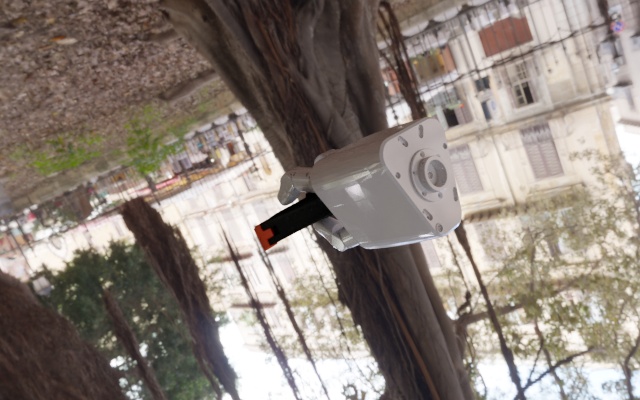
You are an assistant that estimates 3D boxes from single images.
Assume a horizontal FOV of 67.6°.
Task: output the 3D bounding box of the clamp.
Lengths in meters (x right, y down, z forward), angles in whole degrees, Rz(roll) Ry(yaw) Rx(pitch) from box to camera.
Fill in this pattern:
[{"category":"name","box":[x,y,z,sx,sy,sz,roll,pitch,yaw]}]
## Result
[{"category":"clamp","box":[0.000,0.003,0.574,0.210,0.036,0.164,-30,5,-35]}]
